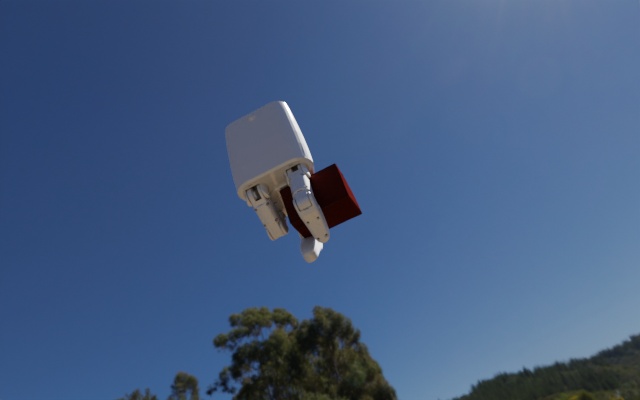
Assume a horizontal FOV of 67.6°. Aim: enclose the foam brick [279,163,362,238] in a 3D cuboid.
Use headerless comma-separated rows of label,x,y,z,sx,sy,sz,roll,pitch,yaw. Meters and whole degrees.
foam brick,0.000,0.002,0.573,0.078,0.051,0.053,-25,-33,8
